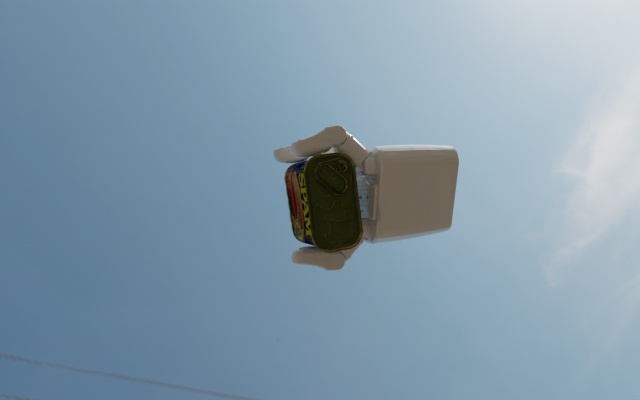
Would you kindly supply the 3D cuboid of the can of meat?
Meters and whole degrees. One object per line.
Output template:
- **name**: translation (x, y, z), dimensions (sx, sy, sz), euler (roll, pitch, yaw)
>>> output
- **can of meat**: translation (0.000, 0.002, 0.530), dimensions (0.057, 0.102, 0.084), euler (-9, 3, -20)
